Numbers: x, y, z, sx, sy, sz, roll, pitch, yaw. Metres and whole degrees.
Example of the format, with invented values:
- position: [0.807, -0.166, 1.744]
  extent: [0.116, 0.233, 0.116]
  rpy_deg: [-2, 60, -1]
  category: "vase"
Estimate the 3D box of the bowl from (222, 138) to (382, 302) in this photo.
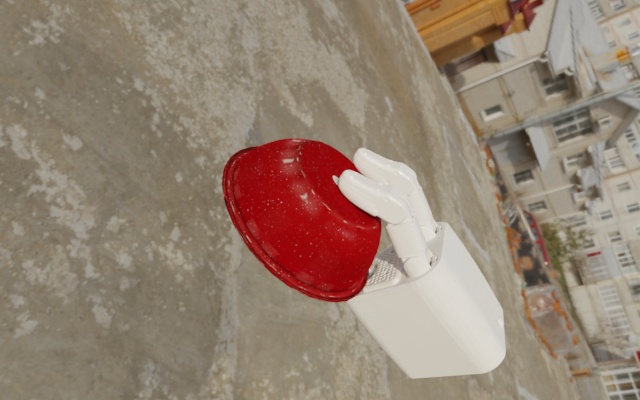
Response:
- position: [-0.001, 0.000, 0.402]
  extent: [0.055, 0.162, 0.162]
  rpy_deg: [-42, -24, 30]
  category: "bowl"
